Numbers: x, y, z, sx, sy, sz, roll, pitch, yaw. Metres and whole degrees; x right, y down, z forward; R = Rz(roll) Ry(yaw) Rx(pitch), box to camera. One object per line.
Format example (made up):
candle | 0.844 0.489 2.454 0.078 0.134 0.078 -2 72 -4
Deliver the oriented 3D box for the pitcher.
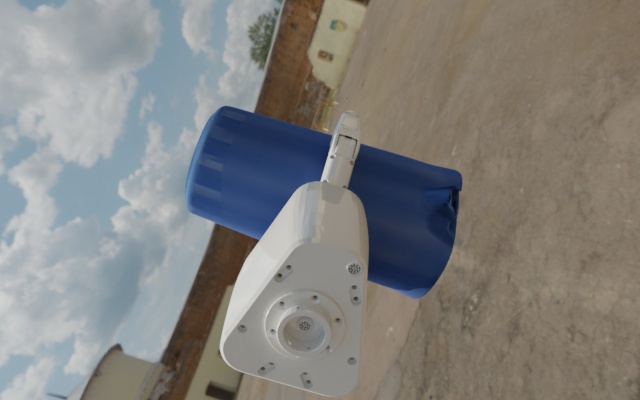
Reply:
pitcher | 0.000 0.002 0.471 0.243 0.149 0.145 18 21 -5
